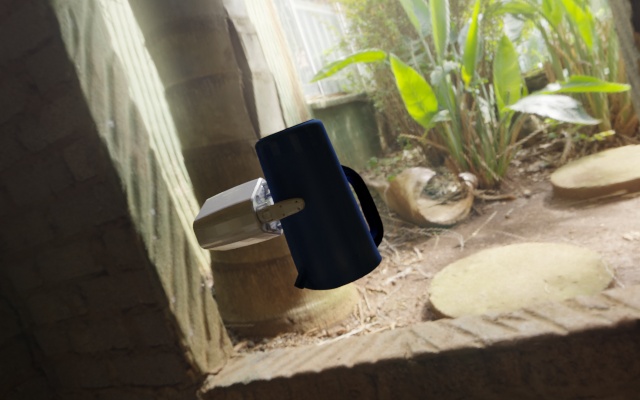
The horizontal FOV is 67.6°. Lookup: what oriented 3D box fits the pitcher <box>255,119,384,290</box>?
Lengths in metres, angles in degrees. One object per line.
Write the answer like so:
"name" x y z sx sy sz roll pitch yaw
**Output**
"pitcher" 0.000 0.002 0.732 0.145 0.243 0.149 -19 8 12
